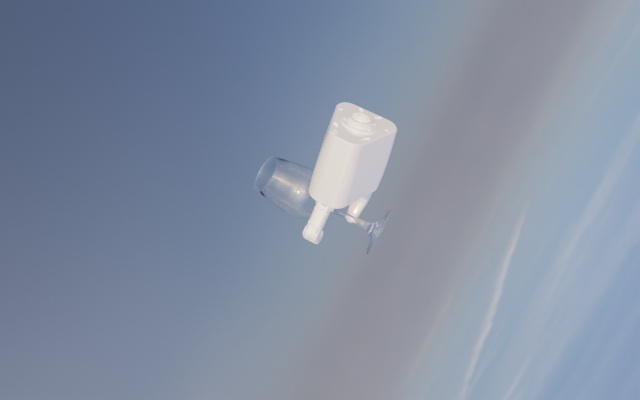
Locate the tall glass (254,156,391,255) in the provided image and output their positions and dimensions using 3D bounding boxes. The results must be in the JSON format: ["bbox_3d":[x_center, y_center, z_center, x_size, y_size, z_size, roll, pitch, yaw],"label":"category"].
[{"bbox_3d":[0.001,0.003,0.725,0.201,0.079,0.079,27,6,13],"label":"tall glass"}]
